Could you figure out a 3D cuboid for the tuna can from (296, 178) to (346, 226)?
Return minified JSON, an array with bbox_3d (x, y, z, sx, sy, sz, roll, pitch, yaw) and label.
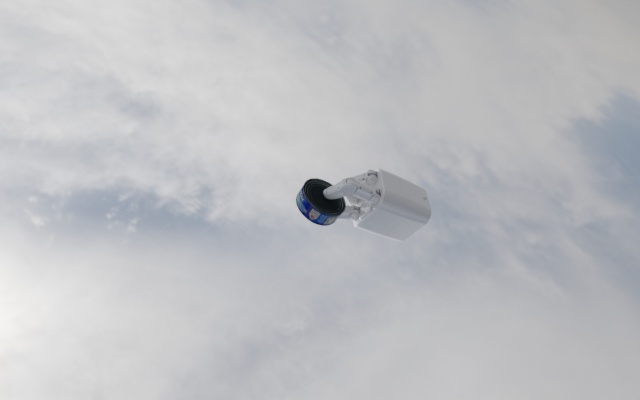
[{"bbox_3d":[0.000,0.003,0.849,0.086,0.086,0.034,0,-40,-39],"label":"tuna can"}]
